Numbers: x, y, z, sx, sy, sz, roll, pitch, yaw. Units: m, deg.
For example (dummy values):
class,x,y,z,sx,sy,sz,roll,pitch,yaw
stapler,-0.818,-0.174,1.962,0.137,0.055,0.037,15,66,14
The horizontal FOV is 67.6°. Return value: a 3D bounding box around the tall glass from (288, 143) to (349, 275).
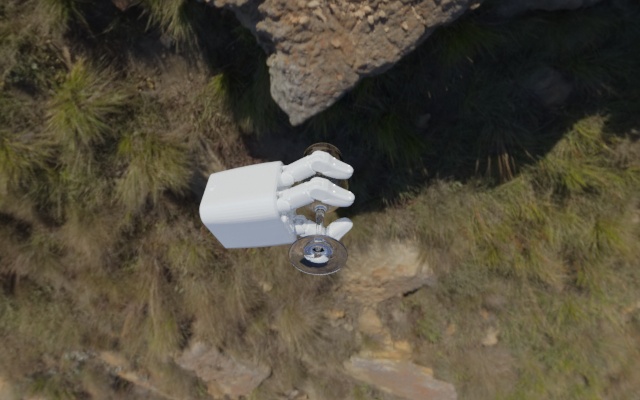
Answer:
class,x,y,z,sx,sy,sz,roll,pitch,yaw
tall glass,0.000,0.003,0.665,0.079,0.079,0.200,0,42,3
